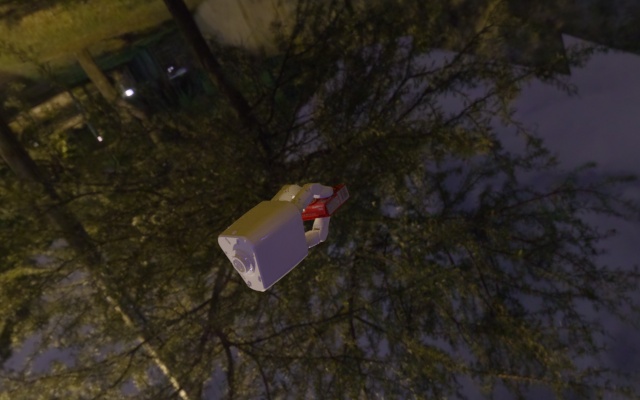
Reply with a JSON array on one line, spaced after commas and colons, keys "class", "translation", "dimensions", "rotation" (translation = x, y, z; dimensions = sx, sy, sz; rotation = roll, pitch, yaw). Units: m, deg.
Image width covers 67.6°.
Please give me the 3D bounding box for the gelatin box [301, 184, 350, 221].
[{"class": "gelatin box", "translation": [0.000, 0.003, 0.860], "dimensions": [0.073, 0.030, 0.089], "rotation": [-8, 20, 33]}]
